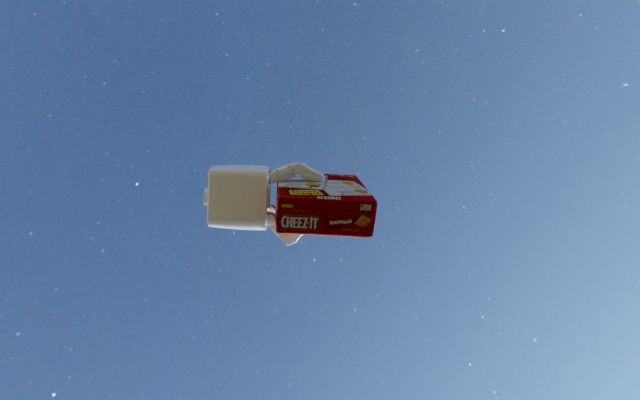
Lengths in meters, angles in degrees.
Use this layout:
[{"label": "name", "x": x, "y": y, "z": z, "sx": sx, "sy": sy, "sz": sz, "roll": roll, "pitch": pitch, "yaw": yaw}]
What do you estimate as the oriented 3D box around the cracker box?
[{"label": "cracker box", "x": 0.000, "y": 0.003, "z": 0.873, "sx": 0.164, "sy": 0.072, "sz": 0.213, "roll": 2, "pitch": 14, "yaw": -6}]
